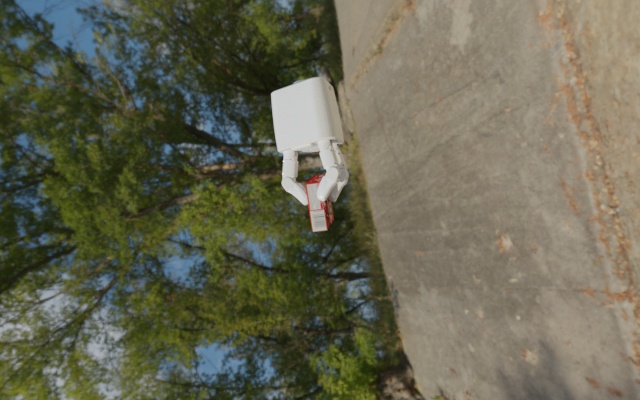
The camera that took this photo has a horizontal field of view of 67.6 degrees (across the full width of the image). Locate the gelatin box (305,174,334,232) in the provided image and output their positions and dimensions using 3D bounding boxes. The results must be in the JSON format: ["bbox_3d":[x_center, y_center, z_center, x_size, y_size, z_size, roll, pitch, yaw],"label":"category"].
[{"bbox_3d":[0.000,0.003,0.841,0.030,0.089,0.073,-6,11,11],"label":"gelatin box"}]
